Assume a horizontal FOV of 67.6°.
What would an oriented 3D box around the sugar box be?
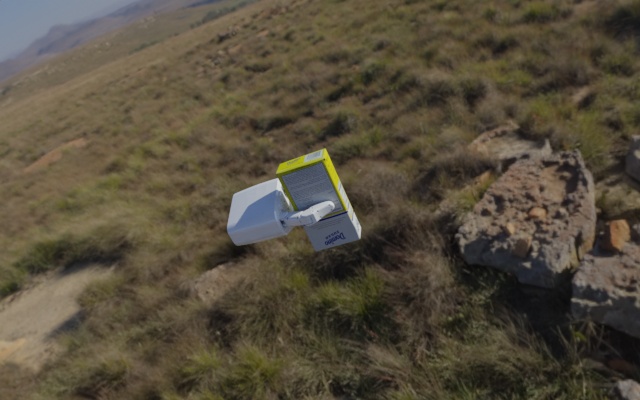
[{"bbox_3d":[0.000,0.002,0.862,0.093,0.176,0.048,-17,29,17],"label":"sugar box"}]
